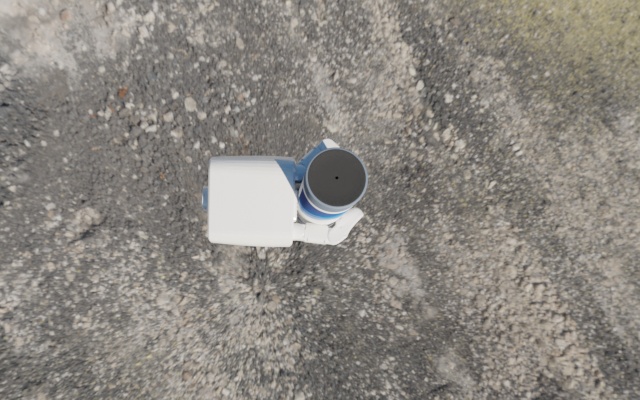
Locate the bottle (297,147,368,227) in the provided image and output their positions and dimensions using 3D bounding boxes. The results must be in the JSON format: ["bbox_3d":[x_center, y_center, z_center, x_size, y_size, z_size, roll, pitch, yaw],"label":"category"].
[{"bbox_3d":[0.000,0.002,0.642,0.069,0.069,0.296,0,-10,-7],"label":"bottle"}]
